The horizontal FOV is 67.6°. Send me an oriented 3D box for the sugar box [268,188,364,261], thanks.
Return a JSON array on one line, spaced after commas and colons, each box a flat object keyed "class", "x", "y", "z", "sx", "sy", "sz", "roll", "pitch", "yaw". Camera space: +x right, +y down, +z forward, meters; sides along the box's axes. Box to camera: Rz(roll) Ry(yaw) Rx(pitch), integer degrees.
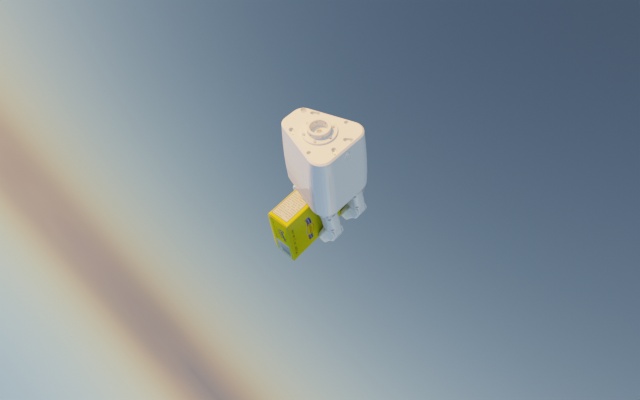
[{"class": "sugar box", "x": 0.000, "y": 0.003, "z": 0.741, "sx": 0.048, "sy": 0.093, "sz": 0.176, "roll": 35, "pitch": 63, "yaw": 28}]
